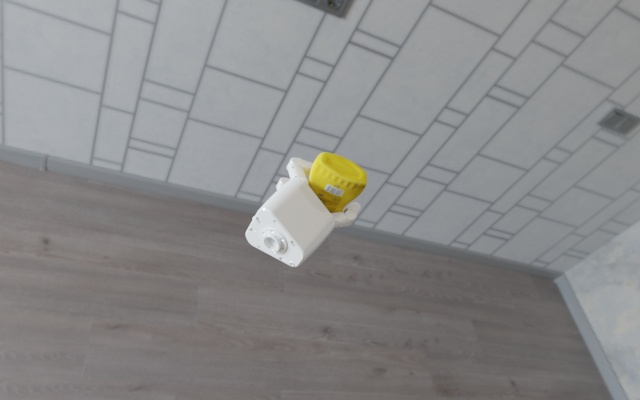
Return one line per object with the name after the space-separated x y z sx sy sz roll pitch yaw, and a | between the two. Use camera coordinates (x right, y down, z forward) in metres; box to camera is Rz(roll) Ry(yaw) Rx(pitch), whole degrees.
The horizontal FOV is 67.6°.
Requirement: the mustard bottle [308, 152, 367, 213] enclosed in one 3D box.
0.000 0.002 0.872 0.096 0.058 0.192 22 -48 -14 | mustard bottle
